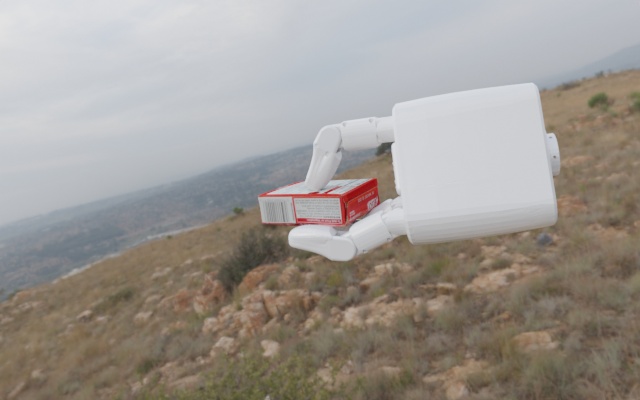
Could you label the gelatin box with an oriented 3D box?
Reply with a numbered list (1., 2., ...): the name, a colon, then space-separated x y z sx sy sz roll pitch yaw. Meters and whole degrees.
1. gelatin box: 0.000 0.001 0.439 0.089 0.030 0.073 0 13 29
